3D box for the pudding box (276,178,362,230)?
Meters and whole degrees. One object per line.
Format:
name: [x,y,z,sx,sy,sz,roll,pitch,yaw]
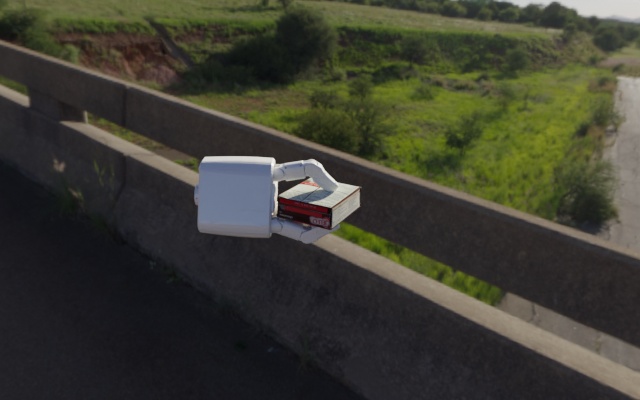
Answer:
pudding box: [0.000,0.002,0.717,0.090,0.039,0.113,13,25,24]
